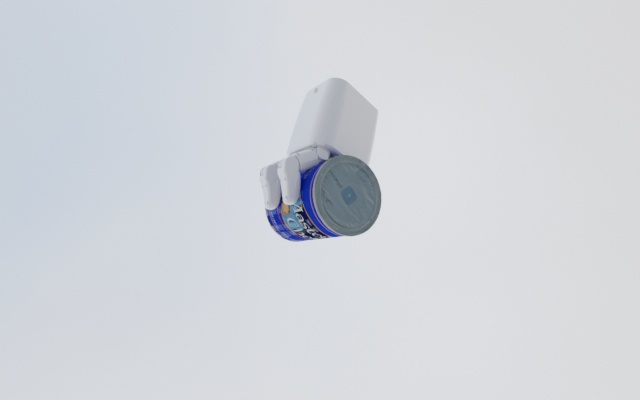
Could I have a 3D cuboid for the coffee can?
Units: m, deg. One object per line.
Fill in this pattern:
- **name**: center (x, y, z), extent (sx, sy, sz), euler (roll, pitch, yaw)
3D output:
- **coffee can**: center (0.000, 0.002, 0.654), extent (0.103, 0.103, 0.140), euler (0, -7, -32)
